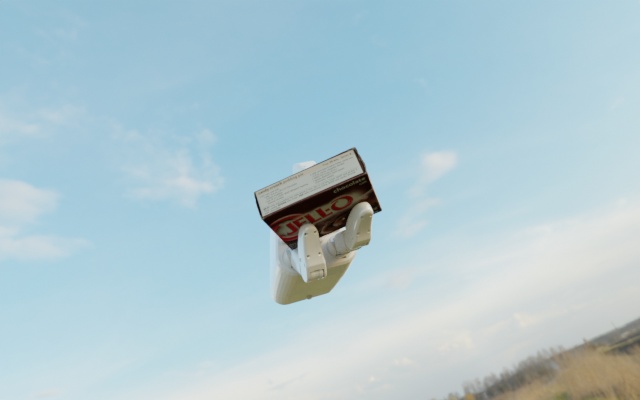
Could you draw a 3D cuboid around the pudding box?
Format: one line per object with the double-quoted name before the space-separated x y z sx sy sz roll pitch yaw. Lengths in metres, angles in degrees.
"pudding box" 0.000 0.001 0.493 0.113 0.039 0.090 -26 -28 4
